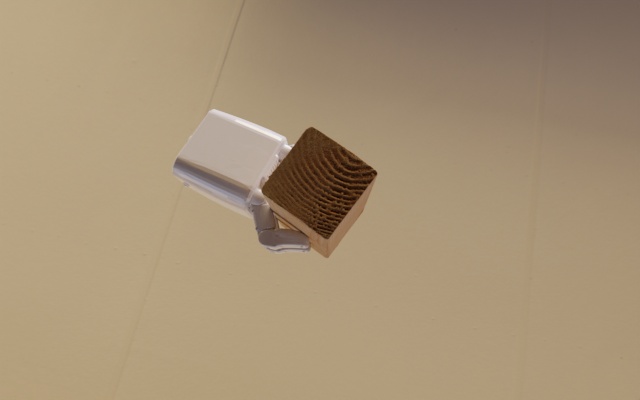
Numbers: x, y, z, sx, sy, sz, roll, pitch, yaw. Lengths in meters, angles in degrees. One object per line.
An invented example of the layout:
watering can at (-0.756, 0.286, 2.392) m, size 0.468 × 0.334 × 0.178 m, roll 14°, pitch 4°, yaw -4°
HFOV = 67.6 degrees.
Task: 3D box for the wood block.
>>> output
wood block at (0.000, 0.001, 0.586) m, size 0.090 × 0.091 × 0.206 m, roll 35°, pitch -9°, yaw 7°
